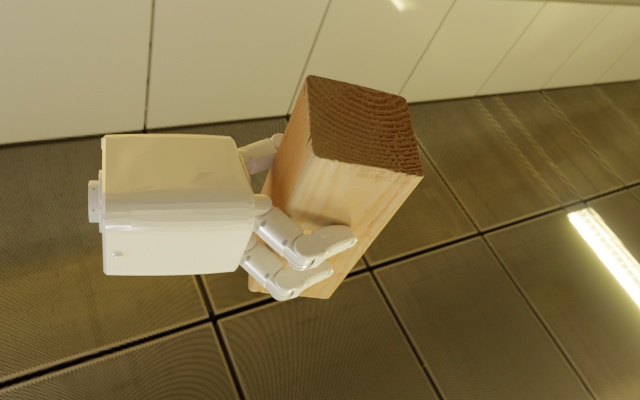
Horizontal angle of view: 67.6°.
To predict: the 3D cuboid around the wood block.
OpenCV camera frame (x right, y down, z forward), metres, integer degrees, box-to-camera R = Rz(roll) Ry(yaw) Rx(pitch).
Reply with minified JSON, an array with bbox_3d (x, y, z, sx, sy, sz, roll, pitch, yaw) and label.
[{"bbox_3d":[0.000,0.001,0.437,0.090,0.090,0.206,9,-38,-17],"label":"wood block"}]
